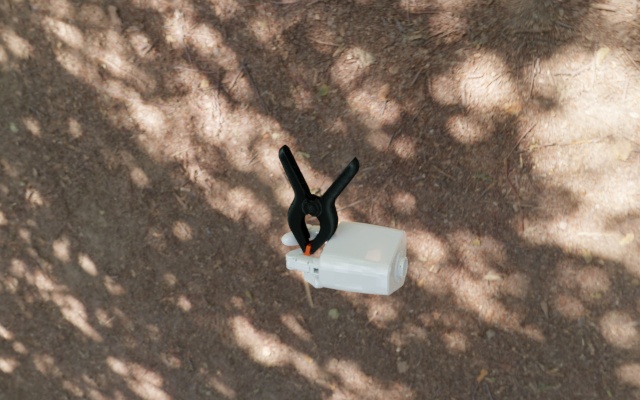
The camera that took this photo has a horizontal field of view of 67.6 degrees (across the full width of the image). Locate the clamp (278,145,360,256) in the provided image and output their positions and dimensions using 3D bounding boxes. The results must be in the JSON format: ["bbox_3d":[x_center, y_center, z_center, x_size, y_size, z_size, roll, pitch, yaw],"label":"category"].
[{"bbox_3d":[0.000,0.003,0.707,0.120,0.171,0.039,6,24,23],"label":"clamp"}]
